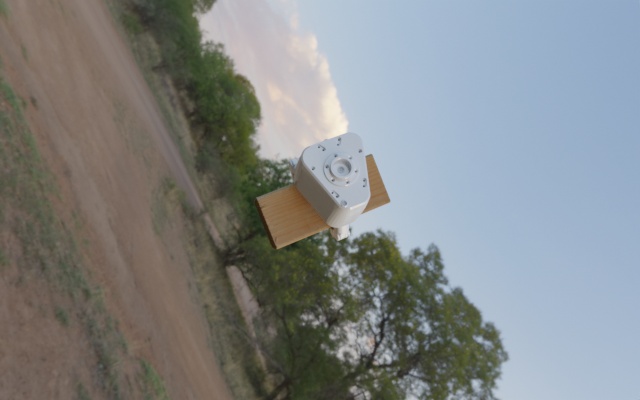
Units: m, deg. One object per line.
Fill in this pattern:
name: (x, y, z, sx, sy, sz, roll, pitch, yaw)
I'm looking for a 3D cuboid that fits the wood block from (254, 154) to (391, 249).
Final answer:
wood block: (0.000, 0.003, 0.817, 0.206, 0.091, 0.090, -21, 0, -11)
